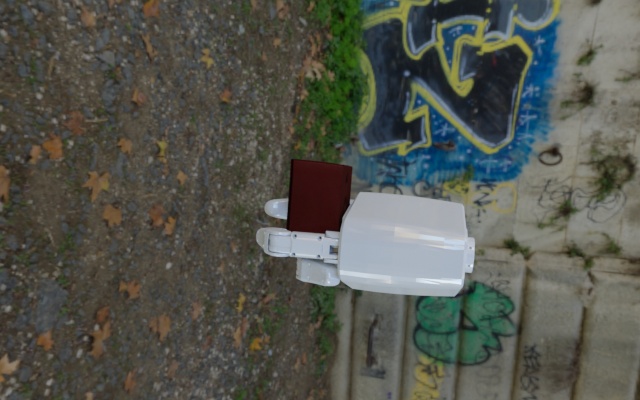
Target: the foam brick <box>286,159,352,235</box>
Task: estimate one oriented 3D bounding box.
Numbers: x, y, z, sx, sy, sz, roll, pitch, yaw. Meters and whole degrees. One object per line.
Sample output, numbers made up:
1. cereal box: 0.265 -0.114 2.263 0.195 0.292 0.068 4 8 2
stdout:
1. foam brick: 0.000 0.001 0.462 0.051 0.078 0.053 5 3 14
